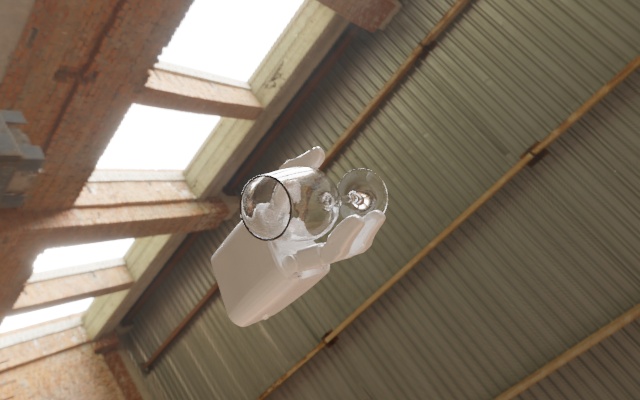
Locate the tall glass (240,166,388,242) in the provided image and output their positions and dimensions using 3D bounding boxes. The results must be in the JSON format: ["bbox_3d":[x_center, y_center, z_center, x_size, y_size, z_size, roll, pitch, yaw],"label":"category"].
[{"bbox_3d":[0.000,0.002,0.526,0.079,0.079,0.201,0,3,31],"label":"tall glass"}]
